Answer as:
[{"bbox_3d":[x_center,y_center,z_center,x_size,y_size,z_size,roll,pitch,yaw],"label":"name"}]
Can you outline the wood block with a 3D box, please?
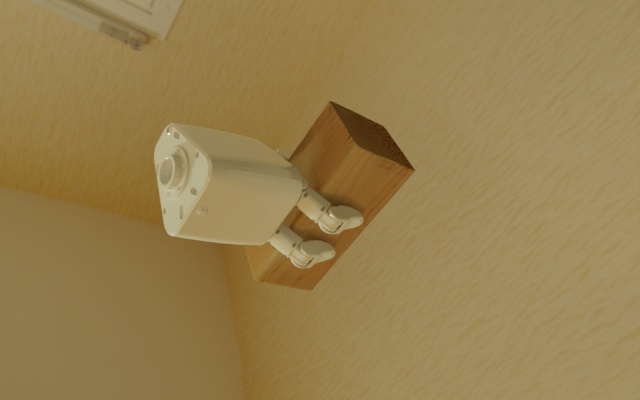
[{"bbox_3d":[0.000,0.002,0.563,0.090,0.206,0.090,17,33,-36],"label":"wood block"}]
